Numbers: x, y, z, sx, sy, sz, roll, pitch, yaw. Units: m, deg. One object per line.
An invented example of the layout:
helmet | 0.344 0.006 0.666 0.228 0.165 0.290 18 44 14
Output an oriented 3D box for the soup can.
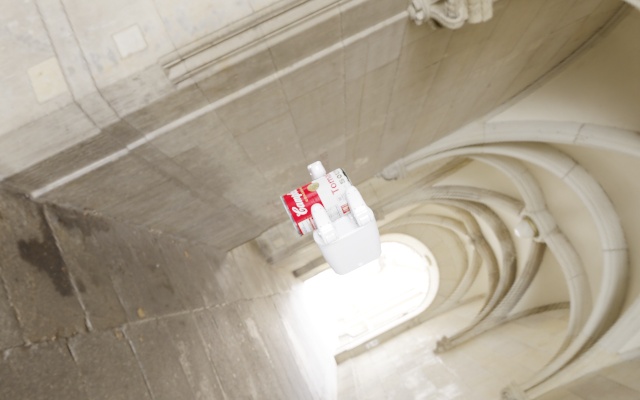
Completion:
soup can | 0.000 0.002 0.717 0.102 0.068 0.068 -26 1 -2
